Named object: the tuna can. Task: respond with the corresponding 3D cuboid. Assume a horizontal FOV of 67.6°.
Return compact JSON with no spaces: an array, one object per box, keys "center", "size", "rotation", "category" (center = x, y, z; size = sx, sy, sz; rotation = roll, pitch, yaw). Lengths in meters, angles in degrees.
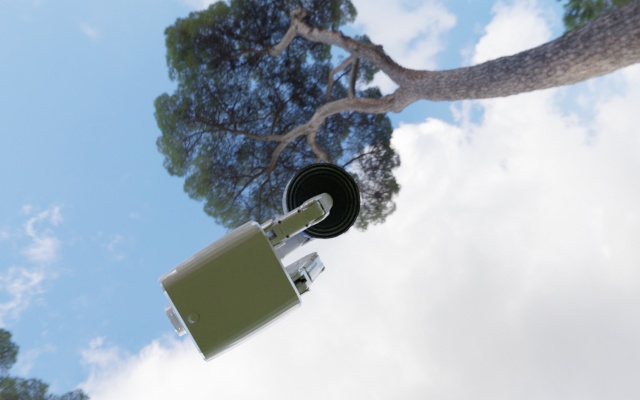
[{"center":[0.000,0.002,0.545],"size":[0.086,0.086,0.034],"rotation":[0,-6,-14],"category":"tuna can"}]
